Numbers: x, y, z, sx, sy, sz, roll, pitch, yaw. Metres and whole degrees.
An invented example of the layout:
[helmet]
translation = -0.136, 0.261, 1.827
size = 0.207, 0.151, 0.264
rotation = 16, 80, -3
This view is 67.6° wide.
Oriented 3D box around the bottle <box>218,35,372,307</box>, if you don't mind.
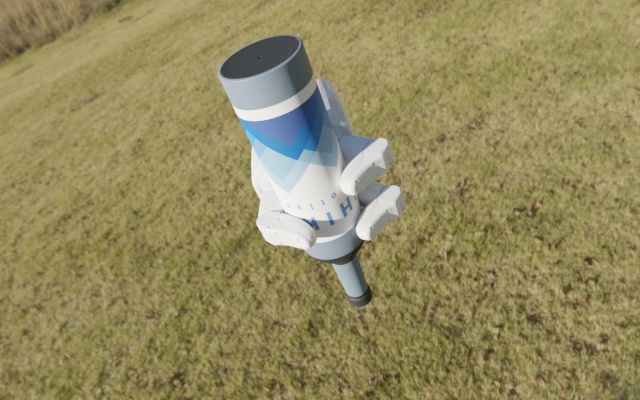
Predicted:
[bottle]
translation = 0.000, 0.001, 0.439
size = 0.069, 0.296, 0.069
rotation = -13, 39, 11
